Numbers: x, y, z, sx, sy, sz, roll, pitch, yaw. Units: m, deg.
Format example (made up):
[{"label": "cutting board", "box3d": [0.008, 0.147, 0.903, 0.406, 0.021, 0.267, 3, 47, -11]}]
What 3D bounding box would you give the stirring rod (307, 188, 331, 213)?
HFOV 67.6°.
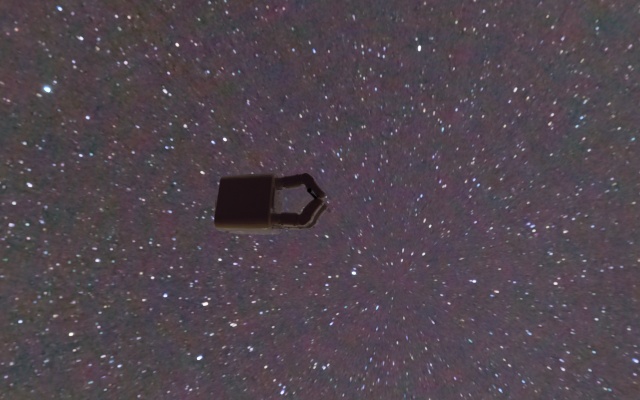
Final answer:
[{"label": "stirring rod", "box3d": [0.000, 0.003, 0.895, 0.011, 0.011, 0.239, 0, -9, 9]}]
